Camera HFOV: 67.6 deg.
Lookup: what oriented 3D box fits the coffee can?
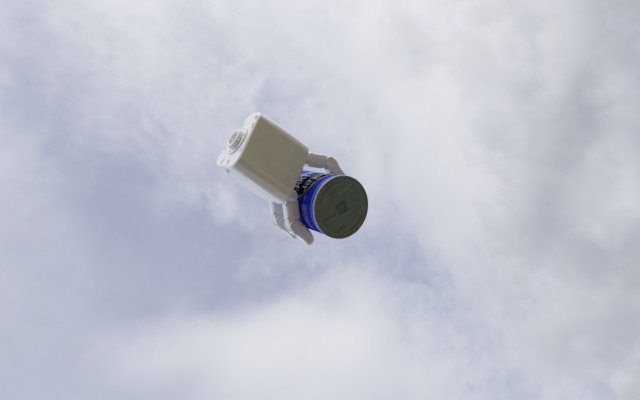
[{"bbox_3d":[0.000,0.003,0.817,0.103,0.103,0.140,0,7,-30],"label":"coffee can"}]
